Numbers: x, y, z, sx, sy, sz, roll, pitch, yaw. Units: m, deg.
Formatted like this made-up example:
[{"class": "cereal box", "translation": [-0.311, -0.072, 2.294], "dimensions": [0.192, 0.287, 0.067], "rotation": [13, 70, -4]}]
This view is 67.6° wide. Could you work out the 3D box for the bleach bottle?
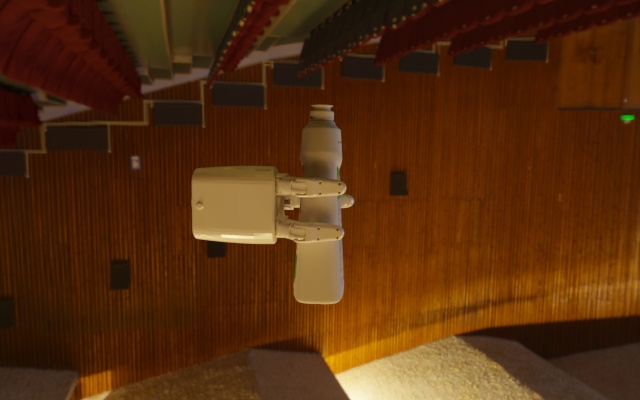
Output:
[{"class": "bleach bottle", "translation": [0.000, 0.002, 0.633], "dimensions": [0.068, 0.251, 0.102], "rotation": [1, 6, 2]}]
